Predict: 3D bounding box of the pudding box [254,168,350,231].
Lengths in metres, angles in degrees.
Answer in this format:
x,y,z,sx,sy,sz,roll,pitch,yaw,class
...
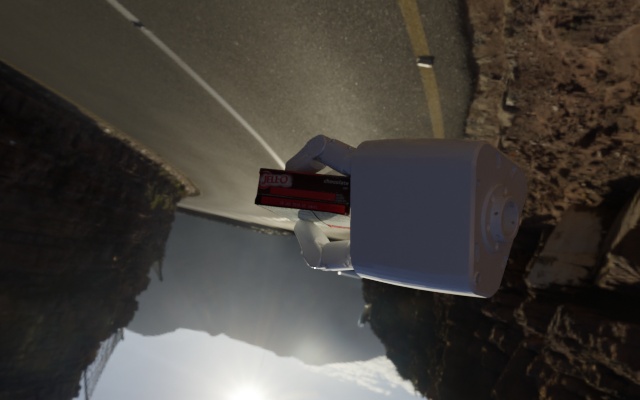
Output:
x,y,z,sx,sy,sz,roll,pitch,yaw,class
0.000,0.002,0.458,0.090,0.039,0.113,8,-10,17,pudding box
